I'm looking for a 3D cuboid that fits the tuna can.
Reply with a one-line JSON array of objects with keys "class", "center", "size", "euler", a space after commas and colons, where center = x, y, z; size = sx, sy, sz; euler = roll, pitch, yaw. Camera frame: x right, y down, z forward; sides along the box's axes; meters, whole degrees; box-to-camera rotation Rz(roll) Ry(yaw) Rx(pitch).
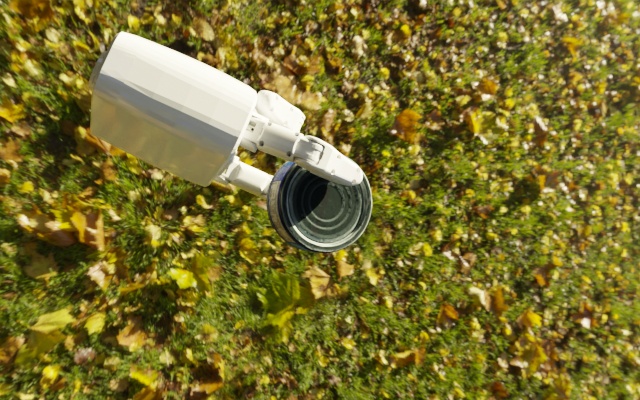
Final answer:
[{"class": "tuna can", "center": [0.000, 0.001, 0.403], "size": [0.086, 0.086, 0.034], "euler": [0, -1, -24]}]
